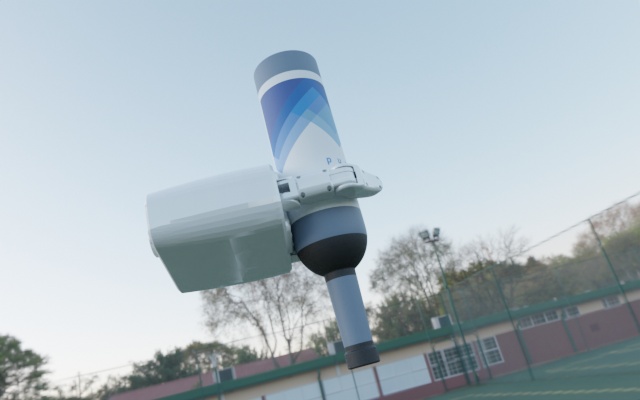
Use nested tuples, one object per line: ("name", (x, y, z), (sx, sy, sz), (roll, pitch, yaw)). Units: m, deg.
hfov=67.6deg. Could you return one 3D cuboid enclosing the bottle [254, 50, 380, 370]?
("bottle", (0.000, 0.001, 0.439), (0.069, 0.295, 0.069), (-13, -20, -5))
